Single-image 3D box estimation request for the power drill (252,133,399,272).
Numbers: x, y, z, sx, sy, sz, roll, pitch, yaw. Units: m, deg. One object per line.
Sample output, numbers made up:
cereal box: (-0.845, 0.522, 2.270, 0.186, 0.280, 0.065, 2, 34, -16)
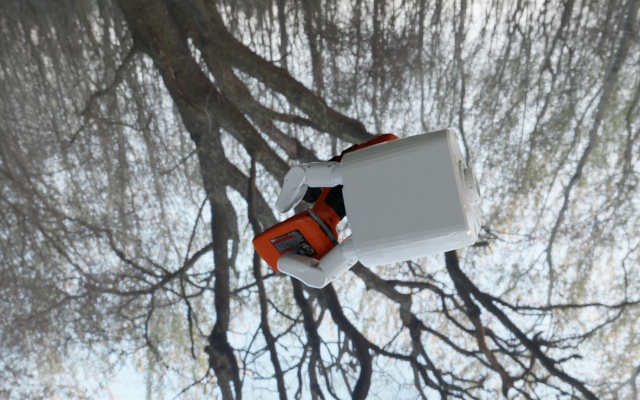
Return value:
power drill: (0.000, 0.002, 0.577, 0.184, 0.057, 0.187, -27, 18, 46)
